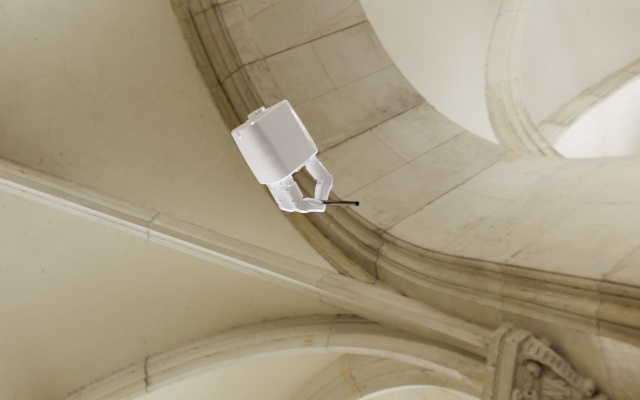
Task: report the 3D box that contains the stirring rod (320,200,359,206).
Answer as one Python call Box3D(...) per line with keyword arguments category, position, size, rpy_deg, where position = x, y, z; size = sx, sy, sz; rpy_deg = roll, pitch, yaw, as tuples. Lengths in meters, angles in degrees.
Box3D(category="stirring rod", position=(0.000, 0.003, 0.846), size=(0.011, 0.011, 0.239), rpy_deg=(0, 1, -28))
